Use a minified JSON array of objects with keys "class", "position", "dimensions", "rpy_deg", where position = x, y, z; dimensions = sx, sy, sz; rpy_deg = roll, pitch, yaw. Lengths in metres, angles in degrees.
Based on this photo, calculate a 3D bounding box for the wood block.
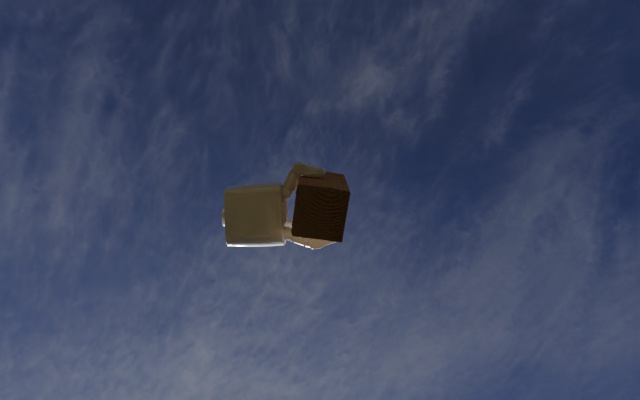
[{"class":"wood block","position":[0.000,0.003,0.886],"dimensions":[0.090,0.091,0.206],"rpy_deg":[8,11,-2]}]
